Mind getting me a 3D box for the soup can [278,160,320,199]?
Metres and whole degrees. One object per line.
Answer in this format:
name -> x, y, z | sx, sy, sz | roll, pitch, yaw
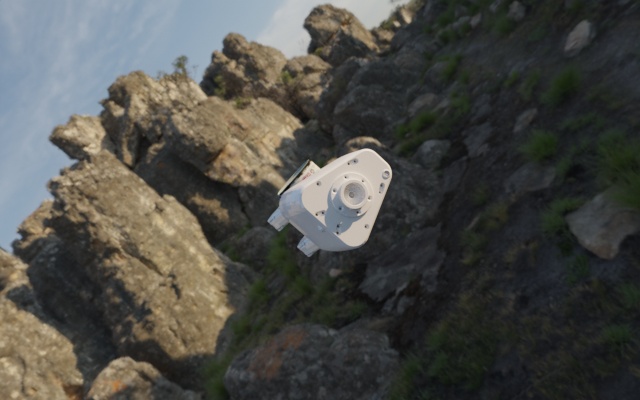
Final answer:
soup can -> 0.000, 0.002, 0.653 | 0.102, 0.068, 0.068 | 42, -7, -8
